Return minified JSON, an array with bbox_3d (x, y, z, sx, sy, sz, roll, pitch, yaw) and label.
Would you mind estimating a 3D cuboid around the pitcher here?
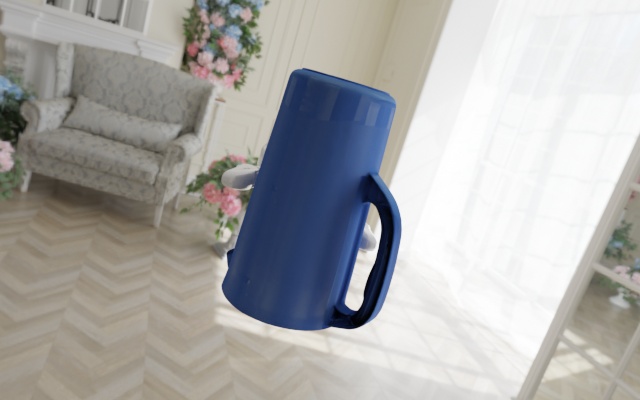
[{"bbox_3d":[0.000,0.002,0.483,0.149,0.243,0.145,13,13,-14],"label":"pitcher"}]
